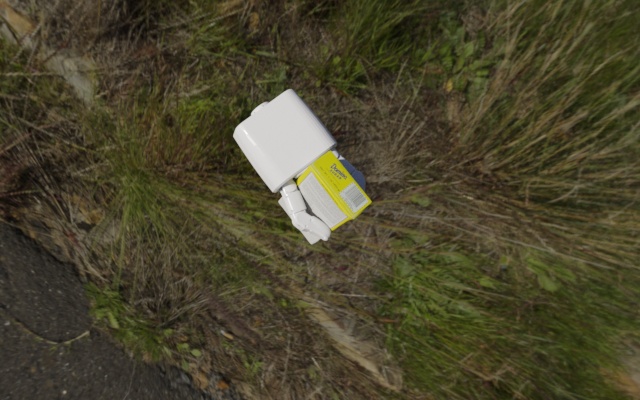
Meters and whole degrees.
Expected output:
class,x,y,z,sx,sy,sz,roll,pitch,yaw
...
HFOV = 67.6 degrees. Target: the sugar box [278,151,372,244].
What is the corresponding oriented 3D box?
class,x,y,z,sx,sy,sz,roll,pitch,yaw
sugar box,0.000,0.002,0.708,0.048,0.093,0.176,-37,-1,-23
